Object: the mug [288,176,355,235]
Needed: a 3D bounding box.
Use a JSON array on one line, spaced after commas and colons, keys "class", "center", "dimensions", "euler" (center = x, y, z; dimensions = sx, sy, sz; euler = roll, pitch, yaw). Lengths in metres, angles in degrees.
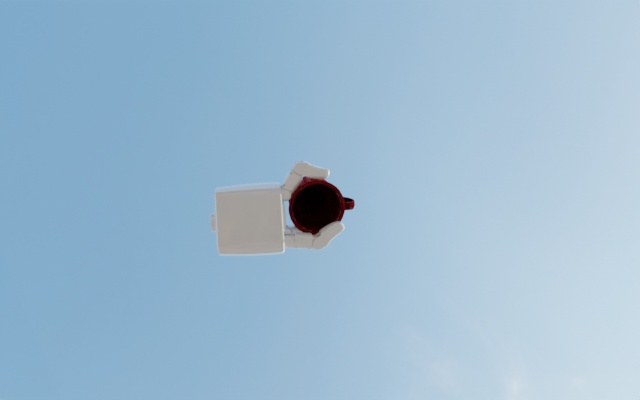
[{"class": "mug", "center": [0.002, 0.002, 0.815], "dimensions": [0.117, 0.093, 0.081], "euler": [-2, 14, -9]}]
